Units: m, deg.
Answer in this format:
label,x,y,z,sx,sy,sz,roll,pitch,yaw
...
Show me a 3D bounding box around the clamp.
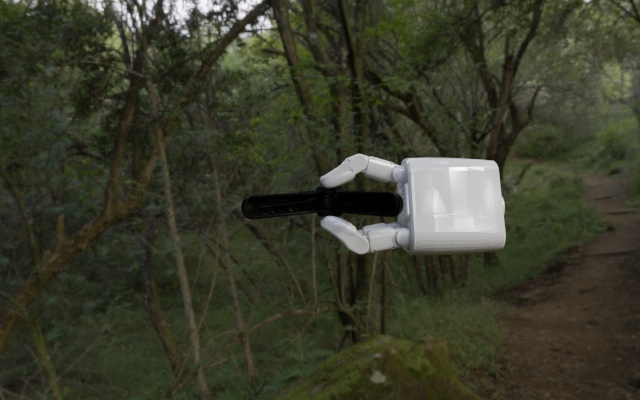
label,x,y,z,sx,sy,sz,roll,pitch,yaw
clamp,0.000,0.001,0.569,0.164,0.036,0.210,-1,2,0
